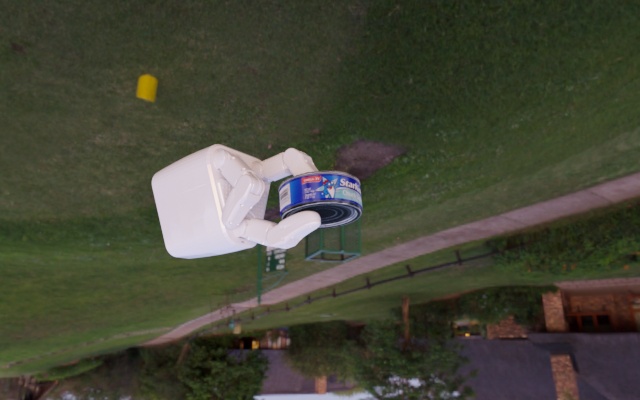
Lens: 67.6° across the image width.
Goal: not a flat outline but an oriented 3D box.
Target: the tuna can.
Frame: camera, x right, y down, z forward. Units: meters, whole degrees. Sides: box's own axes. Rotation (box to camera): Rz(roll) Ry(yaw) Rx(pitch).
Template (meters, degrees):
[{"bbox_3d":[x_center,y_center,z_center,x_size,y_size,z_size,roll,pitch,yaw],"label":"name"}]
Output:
[{"bbox_3d":[0.000,0.002,0.493,0.086,0.033,0.086,-4,-21,-1],"label":"tuna can"}]
